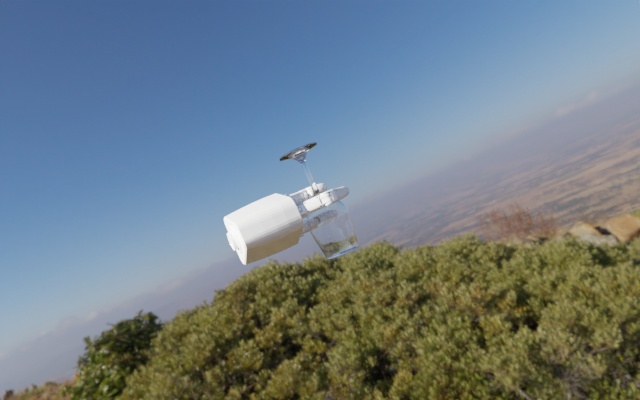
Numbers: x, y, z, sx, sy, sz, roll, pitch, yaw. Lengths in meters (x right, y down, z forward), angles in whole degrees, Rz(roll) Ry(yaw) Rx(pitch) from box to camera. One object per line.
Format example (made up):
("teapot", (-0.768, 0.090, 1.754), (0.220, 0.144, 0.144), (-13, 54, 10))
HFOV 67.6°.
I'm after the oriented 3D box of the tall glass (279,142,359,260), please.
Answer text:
("tall glass", (0.000, 0.002, 0.852), (0.079, 0.201, 0.079), (-24, -2, -1))
